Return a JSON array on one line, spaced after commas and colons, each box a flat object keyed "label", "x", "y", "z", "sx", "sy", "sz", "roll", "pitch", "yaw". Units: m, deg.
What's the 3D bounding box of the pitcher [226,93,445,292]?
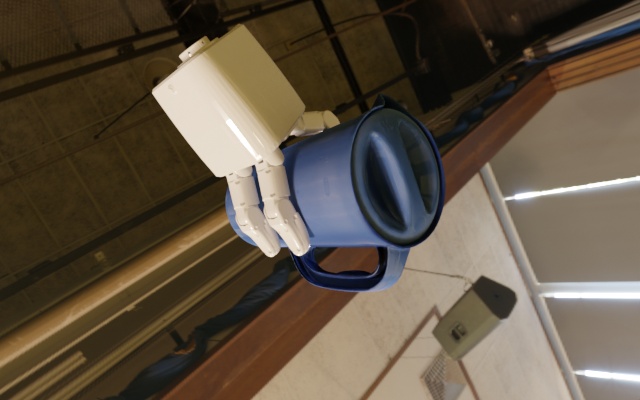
[{"label": "pitcher", "x": 0.000, "y": 0.002, "z": 0.518, "sx": 0.243, "sy": 0.145, "sz": 0.149, "roll": -11, "pitch": 32, "yaw": 49}]
